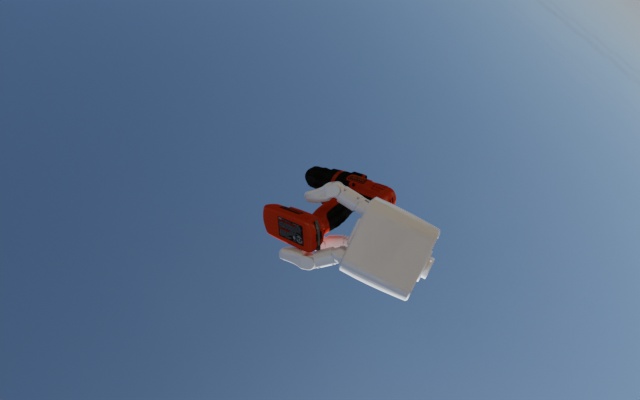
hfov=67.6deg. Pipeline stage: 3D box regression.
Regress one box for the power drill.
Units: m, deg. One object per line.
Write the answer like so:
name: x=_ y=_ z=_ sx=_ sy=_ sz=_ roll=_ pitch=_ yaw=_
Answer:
power drill: x=0.000 y=0.003 z=0.769 sx=0.184 sy=0.057 sz=0.187 roll=19 pitch=36 yaw=39
